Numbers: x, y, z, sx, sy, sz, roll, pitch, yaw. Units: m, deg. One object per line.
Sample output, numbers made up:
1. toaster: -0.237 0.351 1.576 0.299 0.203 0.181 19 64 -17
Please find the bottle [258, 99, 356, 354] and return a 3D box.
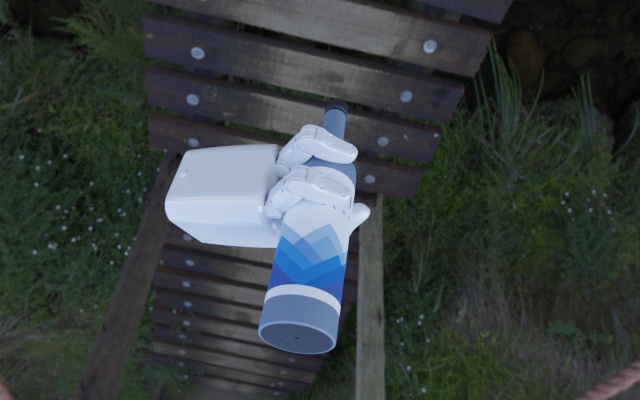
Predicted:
1. bottle: 0.000 0.002 0.490 0.069 0.295 0.069 6 -38 5
